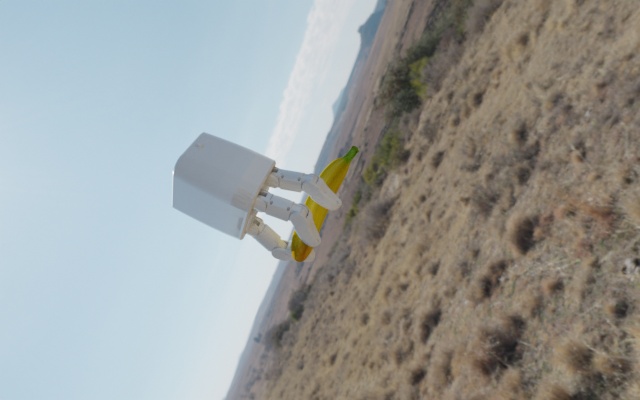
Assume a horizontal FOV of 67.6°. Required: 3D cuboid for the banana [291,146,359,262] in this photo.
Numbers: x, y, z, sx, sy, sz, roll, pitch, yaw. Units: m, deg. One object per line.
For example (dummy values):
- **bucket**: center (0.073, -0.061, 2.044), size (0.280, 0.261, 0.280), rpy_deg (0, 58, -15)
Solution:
- **banana**: center (-0.003, 0.007, 0.676), size (0.037, 0.197, 0.070), rpy_deg (27, -28, -3)
